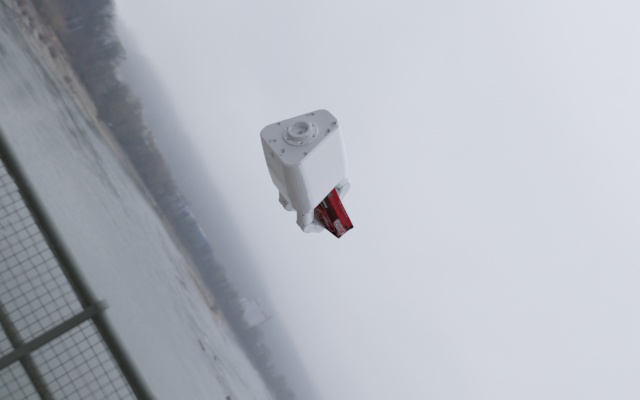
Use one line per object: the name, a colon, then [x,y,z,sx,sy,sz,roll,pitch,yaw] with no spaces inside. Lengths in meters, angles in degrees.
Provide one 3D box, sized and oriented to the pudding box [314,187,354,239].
pudding box: [0.000,0.002,0.790,0.039,0.090,0.113,-33,29,-12]
